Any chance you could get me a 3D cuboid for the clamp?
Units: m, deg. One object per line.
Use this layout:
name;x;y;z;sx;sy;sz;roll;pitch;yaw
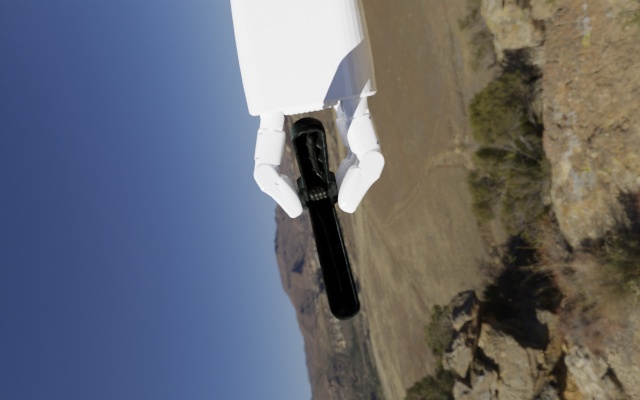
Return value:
clamp;-0.001;0.001;0.444;0.036;0.164;0.210;-11;12;-1
